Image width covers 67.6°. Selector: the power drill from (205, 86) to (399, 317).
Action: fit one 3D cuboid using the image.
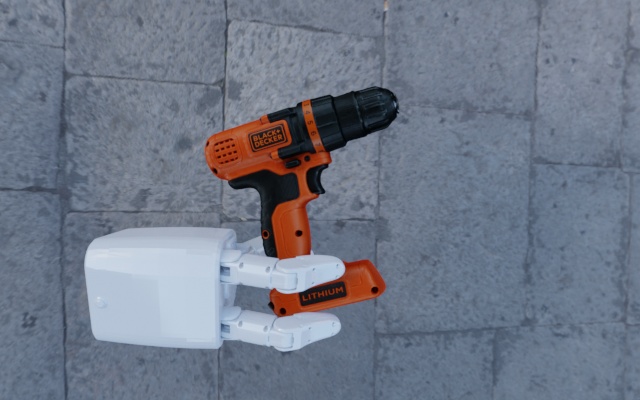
[{"bbox_3d":[0.000,0.002,0.440,0.184,0.187,0.057,-16,-3,10],"label":"power drill"}]
